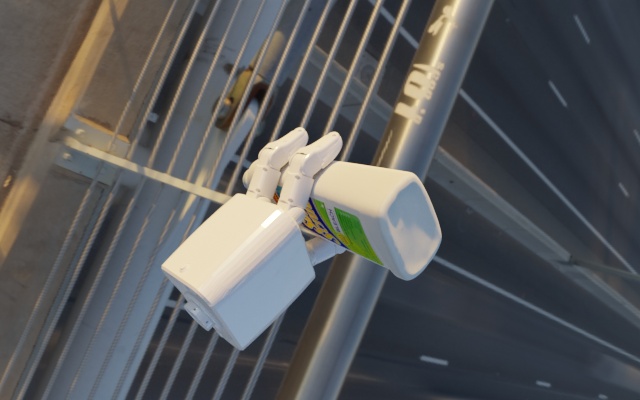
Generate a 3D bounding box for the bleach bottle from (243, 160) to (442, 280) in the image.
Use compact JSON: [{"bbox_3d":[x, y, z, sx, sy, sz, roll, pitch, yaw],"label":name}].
[{"bbox_3d":[0.000,0.002,0.512,0.251,0.103,0.068,15,52,47],"label":"bleach bottle"}]
